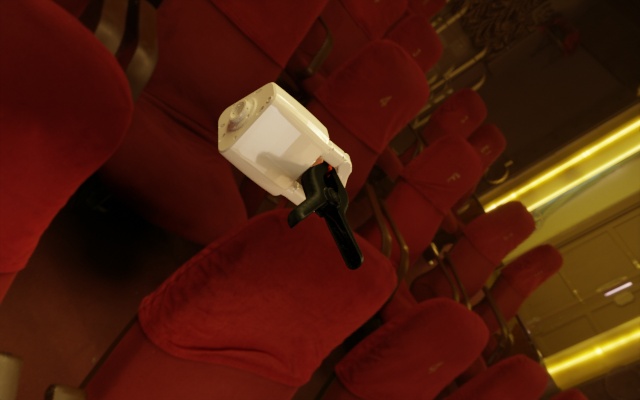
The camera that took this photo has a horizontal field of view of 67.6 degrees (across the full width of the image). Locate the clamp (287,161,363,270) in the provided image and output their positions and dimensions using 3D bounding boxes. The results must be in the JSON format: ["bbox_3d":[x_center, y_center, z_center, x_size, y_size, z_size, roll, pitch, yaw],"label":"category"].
[{"bbox_3d":[0.001,0.002,0.629,0.039,0.171,0.120,-34,-49,21],"label":"clamp"}]
